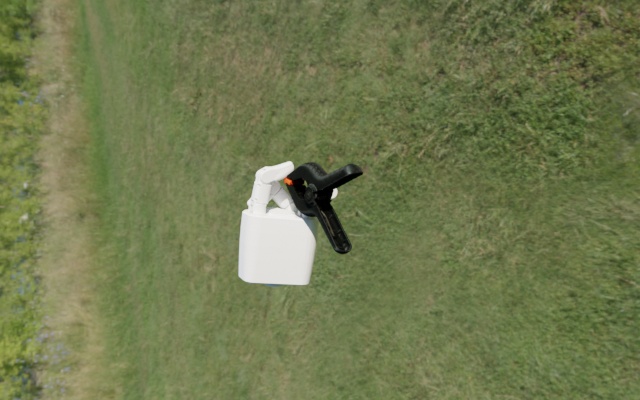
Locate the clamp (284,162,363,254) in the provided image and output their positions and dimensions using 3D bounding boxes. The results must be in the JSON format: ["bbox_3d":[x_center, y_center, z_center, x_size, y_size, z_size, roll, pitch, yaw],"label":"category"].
[{"bbox_3d":[0.000,0.002,0.672,0.039,0.120,0.171,4,7,-31],"label":"clamp"}]
